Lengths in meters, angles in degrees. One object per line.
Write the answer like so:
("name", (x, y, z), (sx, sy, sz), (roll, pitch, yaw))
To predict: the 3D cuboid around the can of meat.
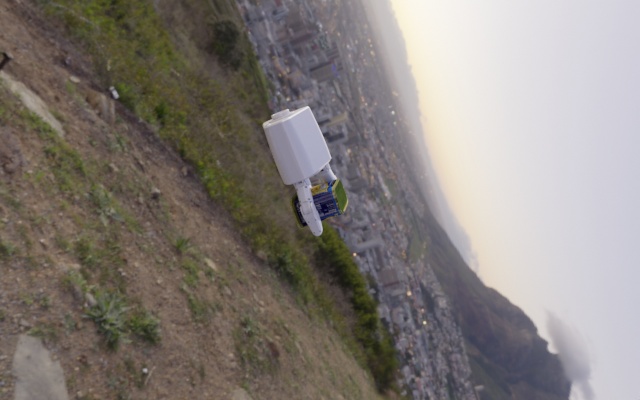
("can of meat", (0.000, 0.003, 0.864), (0.084, 0.057, 0.102), (-18, 12, 14))
